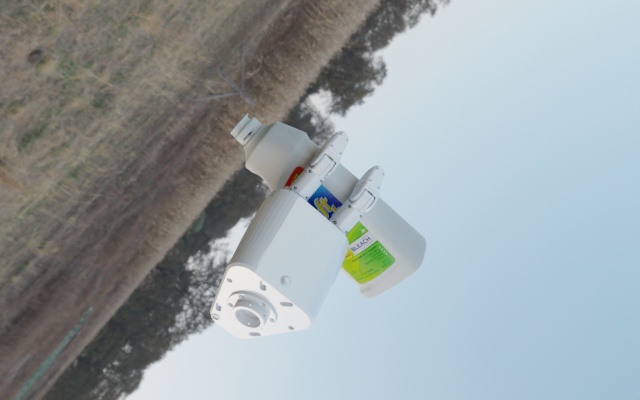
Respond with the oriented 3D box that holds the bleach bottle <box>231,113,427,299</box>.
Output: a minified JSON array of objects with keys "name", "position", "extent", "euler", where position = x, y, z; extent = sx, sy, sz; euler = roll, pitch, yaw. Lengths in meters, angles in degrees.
[{"name":"bleach bottle","position":[0.000,0.002,0.543],"extent":[0.103,0.251,0.068],"euler":[-40,15,38]}]
